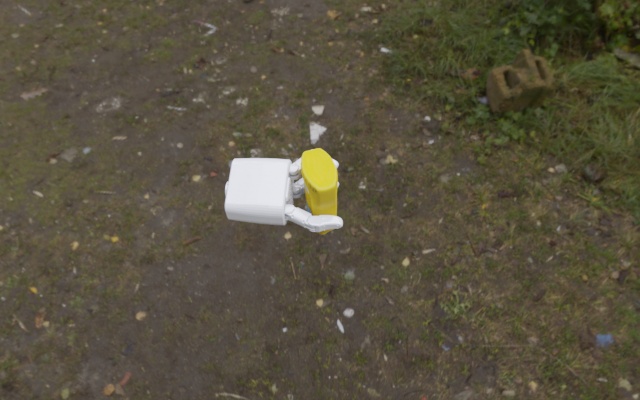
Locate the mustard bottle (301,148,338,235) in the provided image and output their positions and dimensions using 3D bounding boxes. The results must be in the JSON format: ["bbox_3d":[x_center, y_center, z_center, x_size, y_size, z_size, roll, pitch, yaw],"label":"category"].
[{"bbox_3d":[0.000,0.003,0.868,0.058,0.096,0.192,-16,-37,-10],"label":"mustard bottle"}]
